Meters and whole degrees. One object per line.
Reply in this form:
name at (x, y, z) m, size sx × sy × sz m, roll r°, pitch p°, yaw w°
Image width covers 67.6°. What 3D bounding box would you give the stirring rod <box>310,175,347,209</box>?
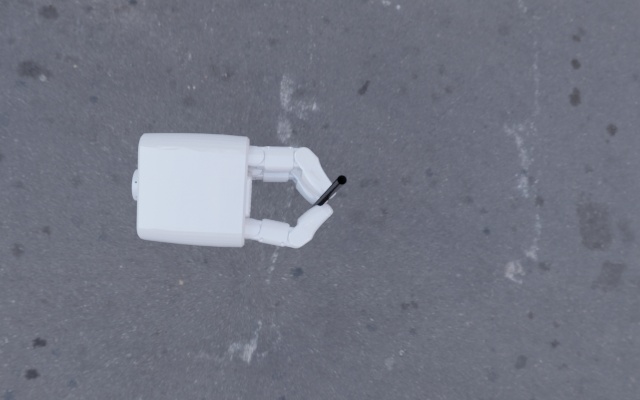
stirring rod at (0.000, 0.002, 0.508) m, size 0.011 × 0.011 × 0.239 m, roll 0°, pitch -9°, yaw -8°
